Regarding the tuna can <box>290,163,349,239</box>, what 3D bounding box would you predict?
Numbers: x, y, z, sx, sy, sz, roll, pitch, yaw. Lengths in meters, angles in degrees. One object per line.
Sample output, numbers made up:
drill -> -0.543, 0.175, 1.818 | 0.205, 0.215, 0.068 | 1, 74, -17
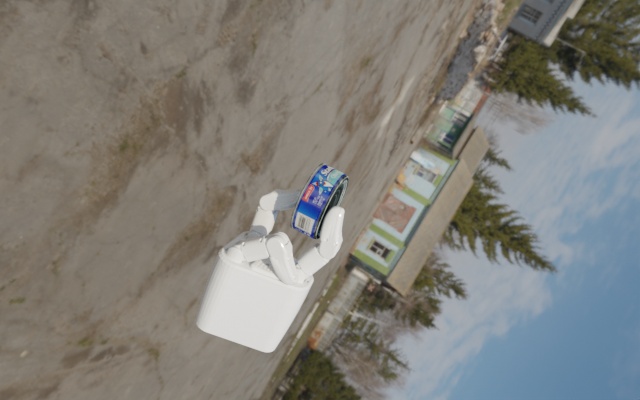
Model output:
tuna can -> 0.001, 0.002, 0.560 | 0.034, 0.086, 0.086 | 27, 5, 11
